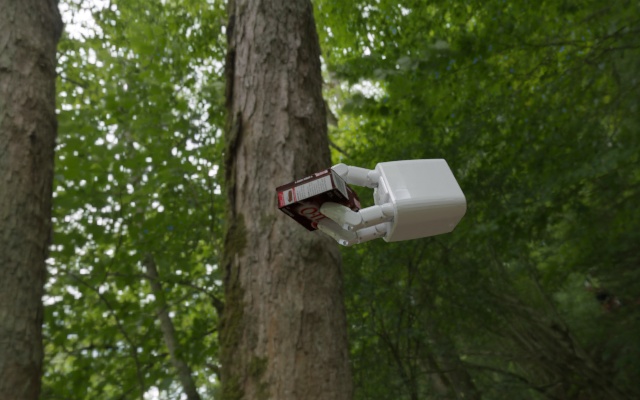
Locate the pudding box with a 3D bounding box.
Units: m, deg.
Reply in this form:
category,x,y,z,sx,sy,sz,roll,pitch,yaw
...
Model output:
category,x,y,z,sx,sy,sz,roll,pitch,yaw
pudding box,0.000,0.002,0.695,0.090,0.039,0.113,-20,-30,17
